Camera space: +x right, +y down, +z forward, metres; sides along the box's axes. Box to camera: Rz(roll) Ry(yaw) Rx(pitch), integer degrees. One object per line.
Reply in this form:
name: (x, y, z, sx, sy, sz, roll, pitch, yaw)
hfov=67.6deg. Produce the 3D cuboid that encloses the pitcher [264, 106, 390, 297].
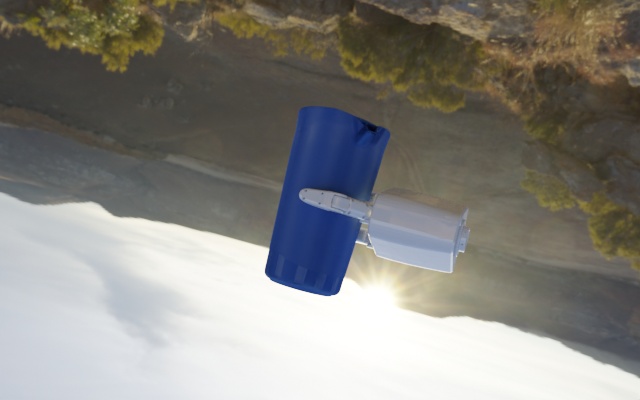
pitcher: (0.000, 0.002, 0.671, 0.145, 0.243, 0.149, 14, -6, 19)
